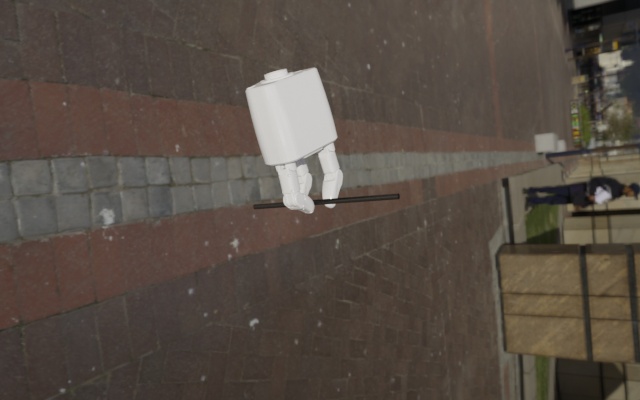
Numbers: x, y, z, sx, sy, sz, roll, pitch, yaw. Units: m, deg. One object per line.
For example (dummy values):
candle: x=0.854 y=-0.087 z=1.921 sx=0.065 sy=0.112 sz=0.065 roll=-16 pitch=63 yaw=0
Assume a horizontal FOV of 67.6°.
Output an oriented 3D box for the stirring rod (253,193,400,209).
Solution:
stirring rod: x=0.000 y=0.002 z=0.695 sx=0.239 sy=0.011 sz=0.011 roll=-4 pitch=-2 yaw=30
